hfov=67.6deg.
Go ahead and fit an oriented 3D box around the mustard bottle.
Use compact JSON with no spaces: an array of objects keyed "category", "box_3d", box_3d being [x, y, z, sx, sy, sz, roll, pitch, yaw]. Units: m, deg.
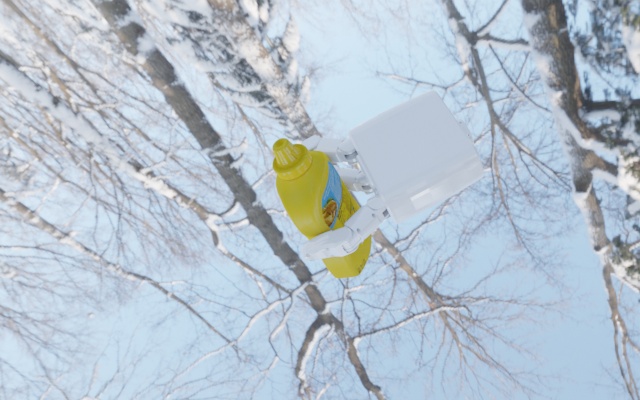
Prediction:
[{"category":"mustard bottle","box_3d":[0.000,0.002,0.536,0.058,0.096,0.192,-9,-41,24]}]
